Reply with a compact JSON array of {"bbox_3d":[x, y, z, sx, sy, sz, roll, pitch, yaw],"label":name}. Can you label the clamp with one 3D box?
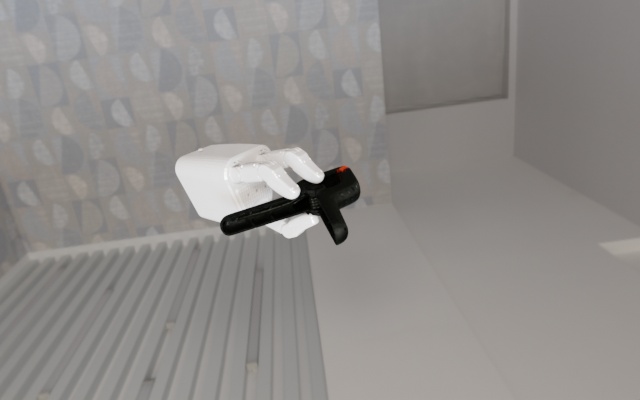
[{"bbox_3d":[0.000,0.003,0.607,0.164,0.036,0.210,7,25,34],"label":"clamp"}]
